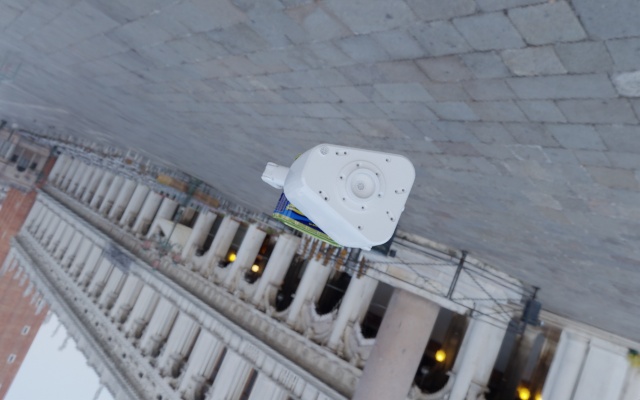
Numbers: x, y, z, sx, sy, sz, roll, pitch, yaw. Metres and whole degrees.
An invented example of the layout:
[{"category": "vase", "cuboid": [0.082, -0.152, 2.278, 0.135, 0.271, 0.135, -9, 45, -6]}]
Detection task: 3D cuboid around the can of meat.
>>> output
[{"category": "can of meat", "cuboid": [0.000, 0.002, 0.599, 0.102, 0.084, 0.057, 25, -9, -12]}]
